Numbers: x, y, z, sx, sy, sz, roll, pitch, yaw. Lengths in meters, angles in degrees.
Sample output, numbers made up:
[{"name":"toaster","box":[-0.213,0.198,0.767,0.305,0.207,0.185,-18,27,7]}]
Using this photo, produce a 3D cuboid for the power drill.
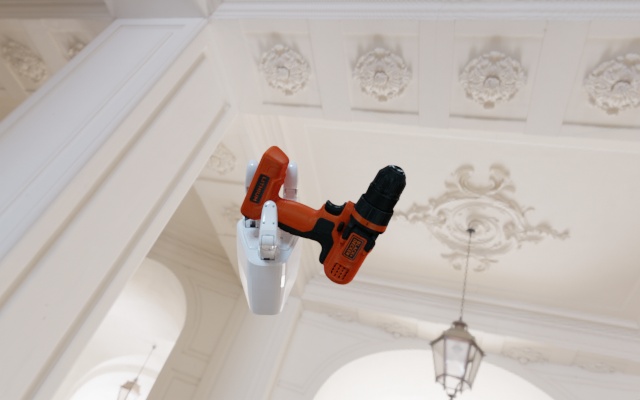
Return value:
[{"name":"power drill","box":[0.000,0.002,0.638,0.187,0.184,0.057,29,20,5]}]
